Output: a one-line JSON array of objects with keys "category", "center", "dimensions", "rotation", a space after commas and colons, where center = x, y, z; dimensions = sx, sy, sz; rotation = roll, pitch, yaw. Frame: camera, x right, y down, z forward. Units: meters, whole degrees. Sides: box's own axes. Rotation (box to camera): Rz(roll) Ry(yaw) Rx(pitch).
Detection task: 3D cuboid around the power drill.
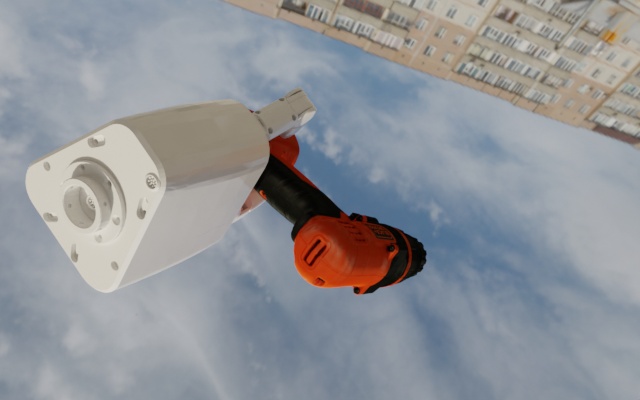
[{"category": "power drill", "center": [0.000, 0.001, 0.413], "dimensions": [0.187, 0.057, 0.184], "rotation": [43, 13, 27]}]
